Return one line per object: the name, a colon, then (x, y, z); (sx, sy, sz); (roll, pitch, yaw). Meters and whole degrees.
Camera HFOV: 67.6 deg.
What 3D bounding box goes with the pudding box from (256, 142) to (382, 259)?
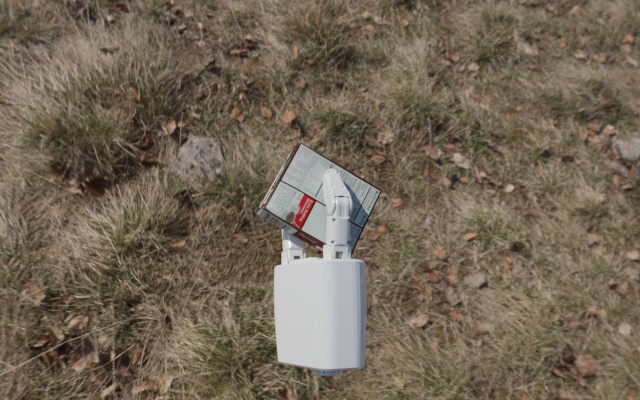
pudding box: (0.000, 0.002, 0.531); (0.113, 0.090, 0.039); (31, -18, -10)
